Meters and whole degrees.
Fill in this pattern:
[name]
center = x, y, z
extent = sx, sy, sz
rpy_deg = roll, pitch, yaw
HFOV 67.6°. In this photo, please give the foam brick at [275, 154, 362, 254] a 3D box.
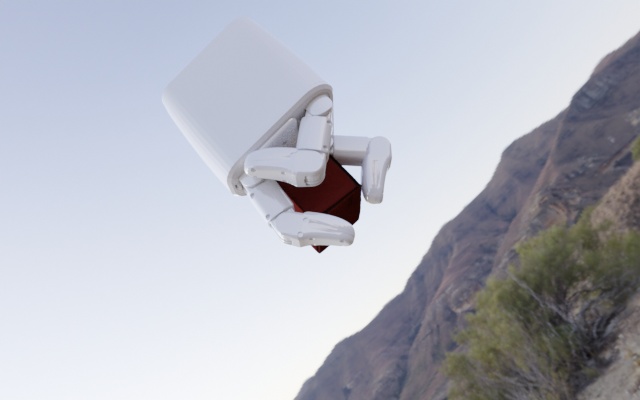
[foam brick]
center = 0.000, 0.002, 0.421
extent = 0.053, 0.051, 0.078
rpy_deg = -39, -21, -15
